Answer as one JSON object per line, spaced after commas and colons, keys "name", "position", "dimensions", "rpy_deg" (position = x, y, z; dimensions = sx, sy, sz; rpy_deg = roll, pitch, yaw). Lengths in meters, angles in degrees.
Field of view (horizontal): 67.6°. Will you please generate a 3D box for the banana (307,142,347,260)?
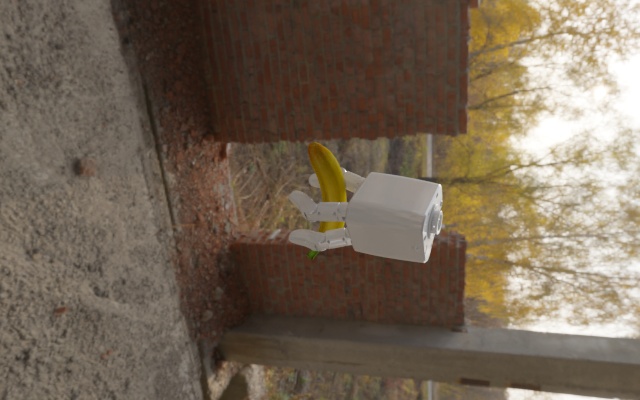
{"name": "banana", "position": [0.011, -0.002, 0.717], "dimensions": [0.037, 0.198, 0.069], "rpy_deg": [20, 35, 31]}
